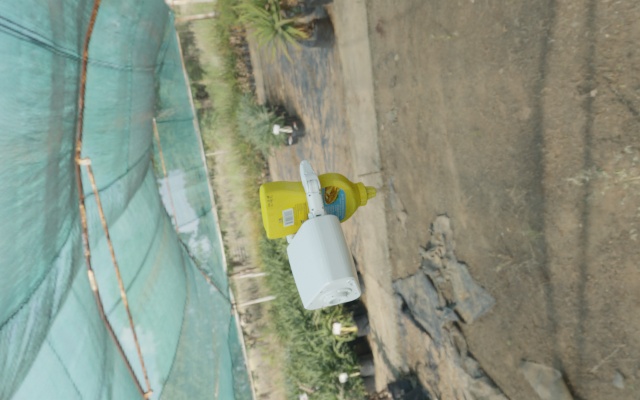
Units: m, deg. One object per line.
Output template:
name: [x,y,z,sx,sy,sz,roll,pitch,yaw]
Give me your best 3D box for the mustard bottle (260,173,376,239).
mustard bottle: [0.000,0.002,0.785,0.191,0.096,0.058,-11,36,-12]
